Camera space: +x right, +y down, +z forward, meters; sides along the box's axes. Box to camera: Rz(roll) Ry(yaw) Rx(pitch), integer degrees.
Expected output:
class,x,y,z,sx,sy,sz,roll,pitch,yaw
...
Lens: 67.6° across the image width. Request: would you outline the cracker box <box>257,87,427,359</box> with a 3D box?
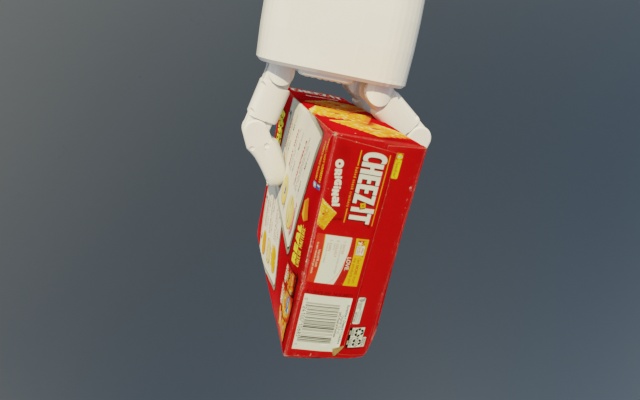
class,x,y,z,sx,sy,sz,roll,pitch,yaw
cracker box,0.000,0.001,0.409,0.072,0.164,0.213,8,18,-15
